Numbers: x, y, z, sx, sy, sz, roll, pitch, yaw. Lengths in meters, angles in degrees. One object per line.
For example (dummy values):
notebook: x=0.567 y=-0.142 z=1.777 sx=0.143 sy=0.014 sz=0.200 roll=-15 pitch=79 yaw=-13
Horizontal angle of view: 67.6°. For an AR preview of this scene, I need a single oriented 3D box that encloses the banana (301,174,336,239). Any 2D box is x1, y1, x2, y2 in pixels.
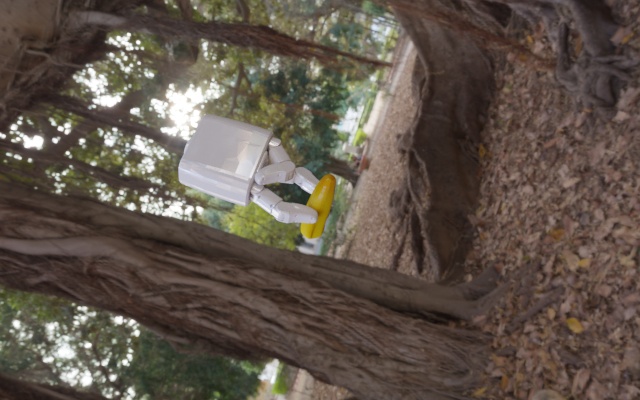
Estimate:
banana: x=-0.006 y=0.020 z=0.733 sx=0.037 sy=0.069 sz=0.198 roll=18 pitch=-17 yaw=2
